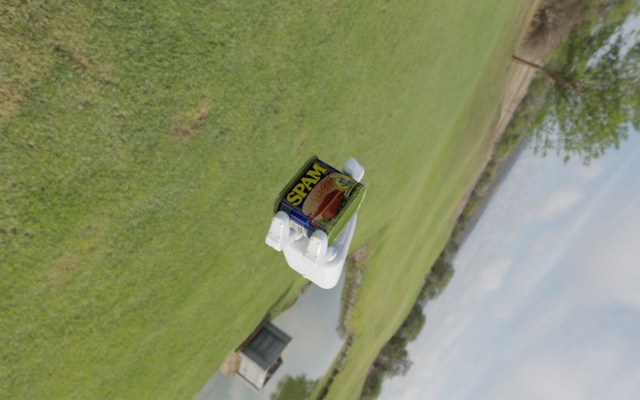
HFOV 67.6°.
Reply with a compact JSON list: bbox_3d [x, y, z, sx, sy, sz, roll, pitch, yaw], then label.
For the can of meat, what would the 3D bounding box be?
[{"bbox_3d":[0.000,0.002,0.629,0.084,0.102,0.057,31,-26,16],"label":"can of meat"}]
